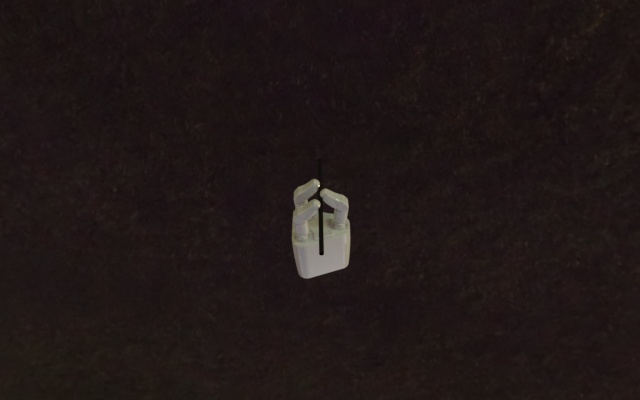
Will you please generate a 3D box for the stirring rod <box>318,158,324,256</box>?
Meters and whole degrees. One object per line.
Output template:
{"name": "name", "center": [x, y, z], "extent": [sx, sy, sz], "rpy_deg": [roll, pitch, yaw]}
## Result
{"name": "stirring rod", "center": [0.000, 0.003, 0.848], "extent": [0.011, 0.011, 0.239], "rpy_deg": [0, 43, -1]}
